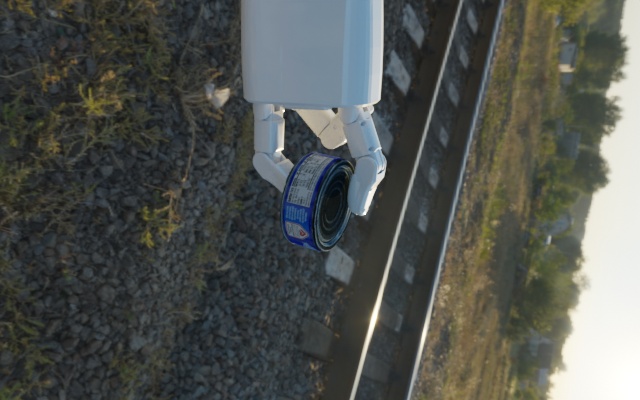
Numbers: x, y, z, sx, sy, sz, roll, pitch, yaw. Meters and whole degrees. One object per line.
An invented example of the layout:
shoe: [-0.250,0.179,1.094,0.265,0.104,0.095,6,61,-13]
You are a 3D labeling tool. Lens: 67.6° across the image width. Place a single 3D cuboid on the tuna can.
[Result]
tuna can: [0.001,0.002,0.425,0.034,0.086,0.086,14,6,24]
